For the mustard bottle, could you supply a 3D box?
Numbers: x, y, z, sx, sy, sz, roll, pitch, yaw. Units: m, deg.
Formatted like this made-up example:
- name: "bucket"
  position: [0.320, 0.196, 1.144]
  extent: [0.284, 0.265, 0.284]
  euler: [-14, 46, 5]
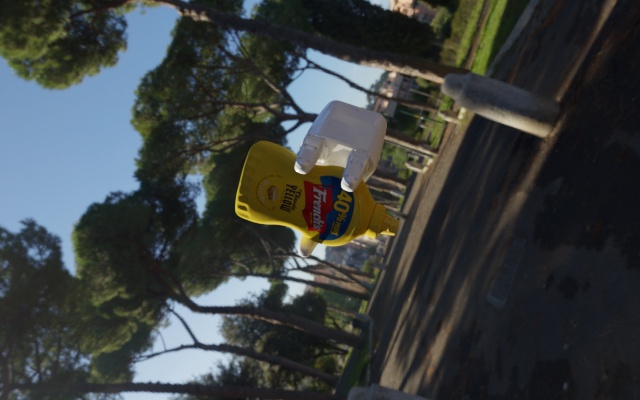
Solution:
- name: "mustard bottle"
  position: [0.000, 0.002, 0.569]
  extent: [0.191, 0.096, 0.058]
  euler: [19, 17, 4]
